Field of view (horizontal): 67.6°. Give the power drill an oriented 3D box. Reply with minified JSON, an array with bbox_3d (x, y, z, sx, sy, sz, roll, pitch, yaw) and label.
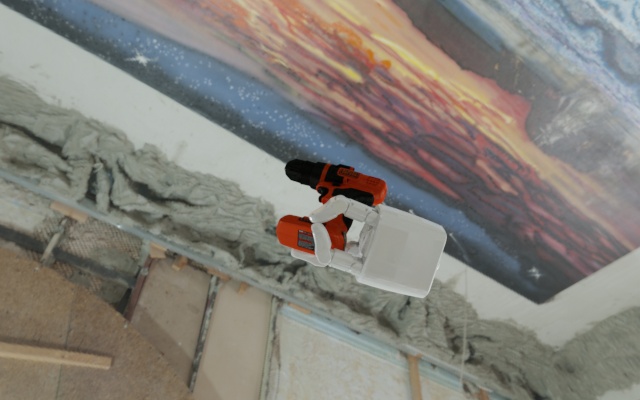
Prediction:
[{"bbox_3d":[0.000,0.003,0.774,0.184,0.057,0.187,14,41,15],"label":"power drill"}]
